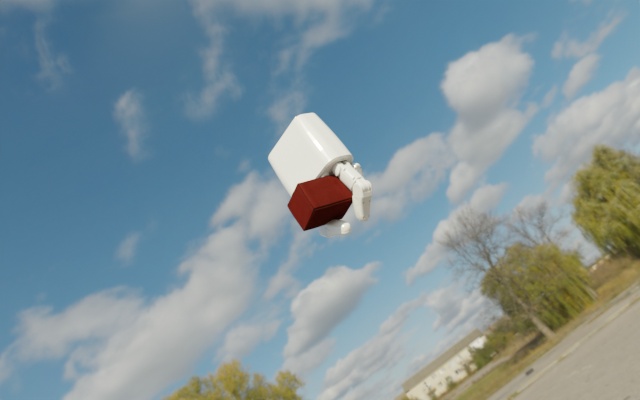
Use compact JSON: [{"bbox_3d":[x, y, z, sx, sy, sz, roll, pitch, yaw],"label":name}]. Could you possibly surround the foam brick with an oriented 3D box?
[{"bbox_3d":[0.000,0.002,0.704,0.078,0.051,0.053,-16,-31,-37],"label":"foam brick"}]
